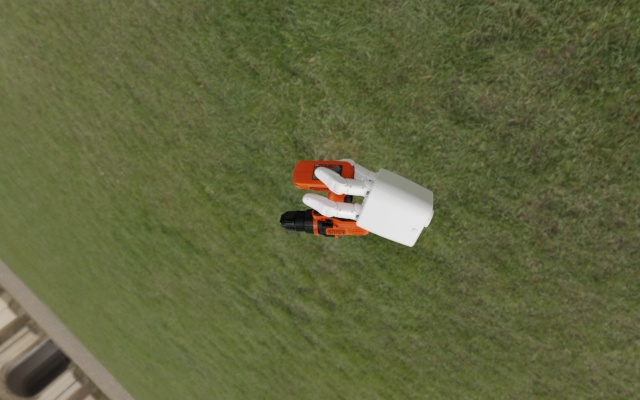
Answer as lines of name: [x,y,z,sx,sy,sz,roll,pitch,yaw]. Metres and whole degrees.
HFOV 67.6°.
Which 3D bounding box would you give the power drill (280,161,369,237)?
power drill: [0.000,0.003,0.895,0.184,0.057,0.188,0,-34,9]
